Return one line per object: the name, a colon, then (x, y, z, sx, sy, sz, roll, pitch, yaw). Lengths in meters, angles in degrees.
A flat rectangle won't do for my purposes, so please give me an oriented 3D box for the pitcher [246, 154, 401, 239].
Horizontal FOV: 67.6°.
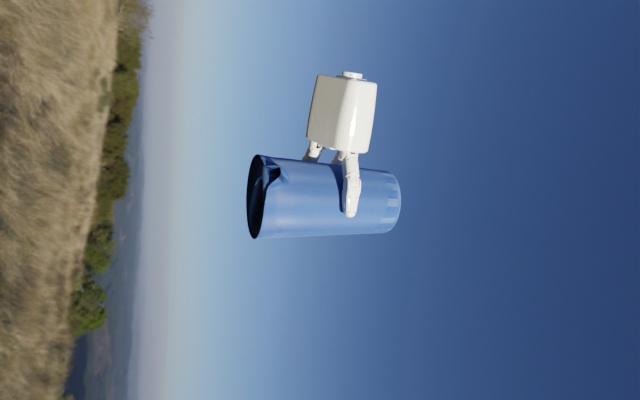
pitcher: (0.000, 0.002, 0.794, 0.243, 0.145, 0.149, 3, 16, -21)
